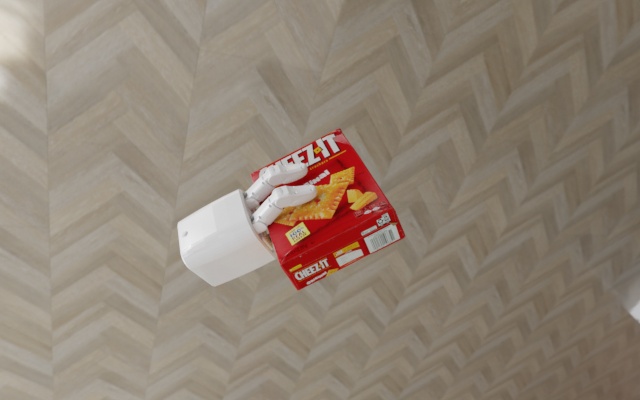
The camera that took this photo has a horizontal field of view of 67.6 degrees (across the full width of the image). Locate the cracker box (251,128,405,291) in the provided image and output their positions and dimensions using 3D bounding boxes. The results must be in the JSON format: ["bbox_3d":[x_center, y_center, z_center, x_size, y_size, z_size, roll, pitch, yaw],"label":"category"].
[{"bbox_3d":[0.000,0.002,0.693,0.164,0.072,0.213,-27,42,1],"label":"cracker box"}]
